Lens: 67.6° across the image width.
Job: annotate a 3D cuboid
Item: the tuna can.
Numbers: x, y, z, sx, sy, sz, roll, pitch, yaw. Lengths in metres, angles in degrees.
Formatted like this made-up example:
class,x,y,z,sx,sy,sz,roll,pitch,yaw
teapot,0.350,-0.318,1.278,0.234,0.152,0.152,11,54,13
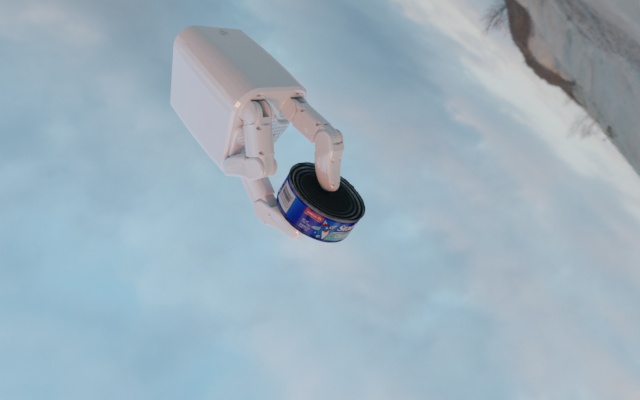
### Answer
class,x,y,z,sx,sy,sz,roll,pitch,yaw
tuna can,0.000,0.002,0.479,0.086,0.034,0.086,24,31,-16
